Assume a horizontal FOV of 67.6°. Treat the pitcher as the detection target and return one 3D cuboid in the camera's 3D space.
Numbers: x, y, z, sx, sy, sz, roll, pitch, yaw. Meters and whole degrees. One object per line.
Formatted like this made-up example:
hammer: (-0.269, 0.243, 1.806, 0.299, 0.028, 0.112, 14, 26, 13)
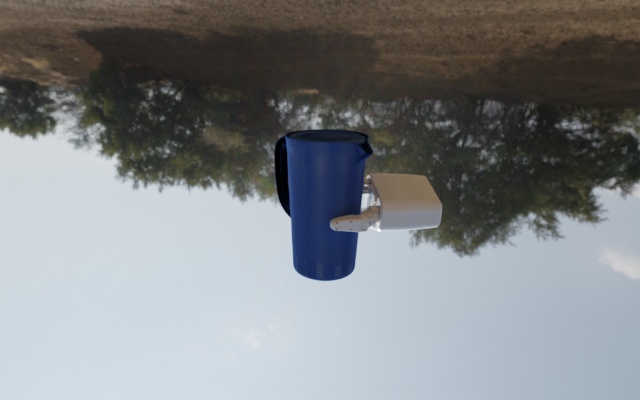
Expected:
pitcher: (0.000, 0.003, 0.801, 0.145, 0.243, 0.149, -1, 17, -10)
